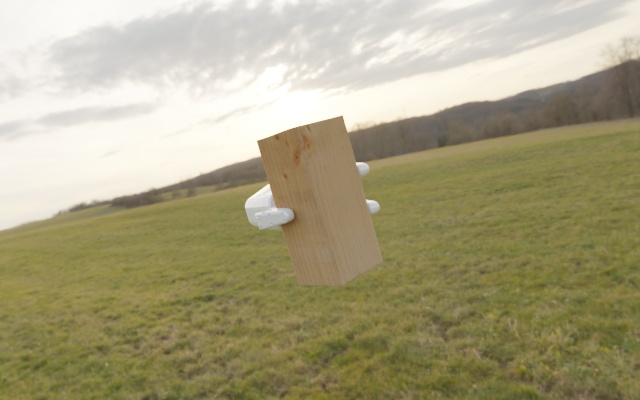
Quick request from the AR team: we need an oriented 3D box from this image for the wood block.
[{"bbox_3d":[0.000,0.002,0.644,0.091,0.206,0.090,-22,9,-41],"label":"wood block"}]
